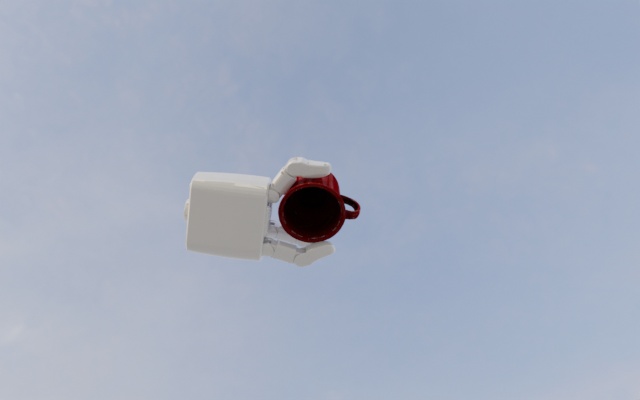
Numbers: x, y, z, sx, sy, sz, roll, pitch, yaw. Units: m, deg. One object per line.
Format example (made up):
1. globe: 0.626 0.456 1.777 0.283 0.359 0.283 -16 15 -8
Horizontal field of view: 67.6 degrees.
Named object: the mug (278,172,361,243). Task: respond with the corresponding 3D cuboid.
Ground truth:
1. mug: 0.002 0.002 0.688 0.117 0.093 0.081 7 26 -4
